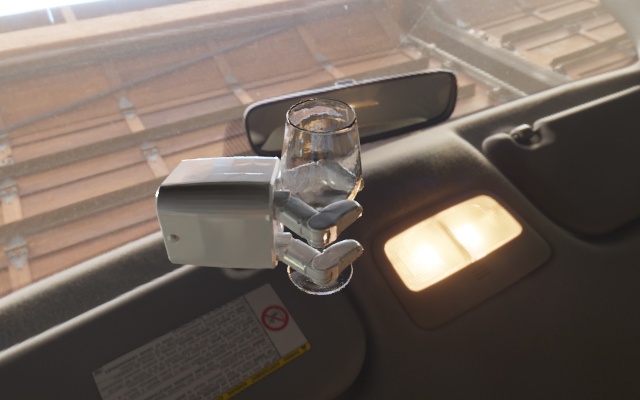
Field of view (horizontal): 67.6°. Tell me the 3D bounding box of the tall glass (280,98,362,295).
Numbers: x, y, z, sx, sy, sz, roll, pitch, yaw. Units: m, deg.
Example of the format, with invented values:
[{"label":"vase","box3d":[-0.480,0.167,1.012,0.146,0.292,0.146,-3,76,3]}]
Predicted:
[{"label":"tall glass","box3d":[0.000,0.002,0.482,0.079,0.201,0.079,1,39,0]}]
